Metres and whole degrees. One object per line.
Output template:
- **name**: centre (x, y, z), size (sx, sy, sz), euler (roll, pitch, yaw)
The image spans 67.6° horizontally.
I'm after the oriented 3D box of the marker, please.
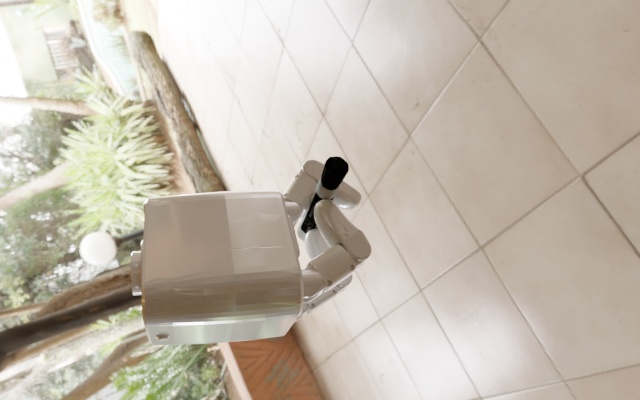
- **marker**: centre (0.000, 0.001, 0.403), size (0.020, 0.020, 0.121), euler (0, -29, -15)
